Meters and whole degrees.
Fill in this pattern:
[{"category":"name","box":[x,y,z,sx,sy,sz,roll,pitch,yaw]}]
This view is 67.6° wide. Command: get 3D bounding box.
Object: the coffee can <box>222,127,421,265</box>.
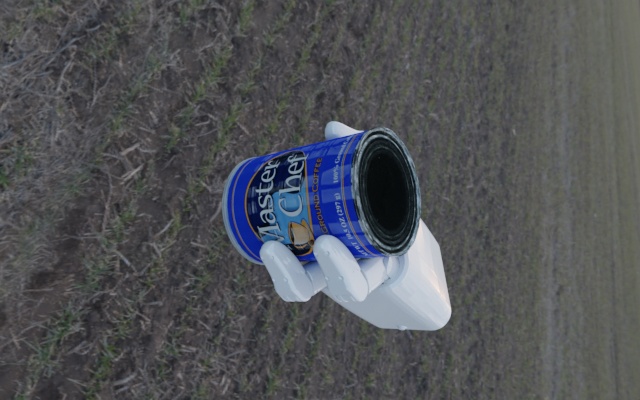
[{"category":"coffee can","box":[0.000,0.001,0.412,0.140,0.103,0.103,-9,-5,37]}]
